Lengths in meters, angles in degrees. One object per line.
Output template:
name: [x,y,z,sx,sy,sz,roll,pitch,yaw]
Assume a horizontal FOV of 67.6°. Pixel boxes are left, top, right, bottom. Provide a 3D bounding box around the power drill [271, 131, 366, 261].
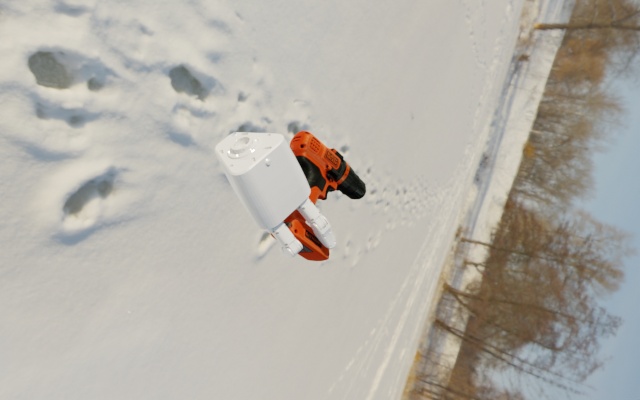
power drill: [0.000,0.003,0.802,0.057,0.187,0.184,-11,-37,43]
